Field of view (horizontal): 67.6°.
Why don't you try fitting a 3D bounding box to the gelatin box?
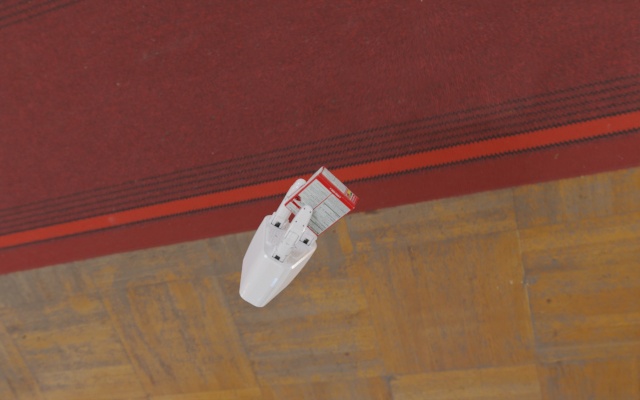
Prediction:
[{"bbox_3d":[0.000,0.002,0.713,0.089,0.073,0.030,-40,13,36],"label":"gelatin box"}]
